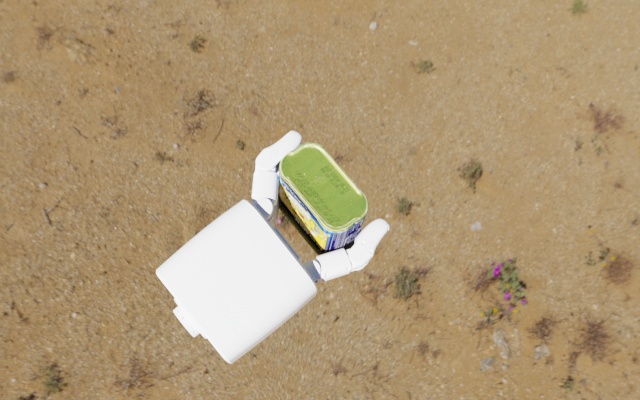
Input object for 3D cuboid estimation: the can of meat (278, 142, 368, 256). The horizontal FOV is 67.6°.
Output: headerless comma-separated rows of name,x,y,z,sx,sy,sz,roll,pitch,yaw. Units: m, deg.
can of meat,0.000,0.002,0.488,0.057,0.102,0.084,-36,-17,-17
